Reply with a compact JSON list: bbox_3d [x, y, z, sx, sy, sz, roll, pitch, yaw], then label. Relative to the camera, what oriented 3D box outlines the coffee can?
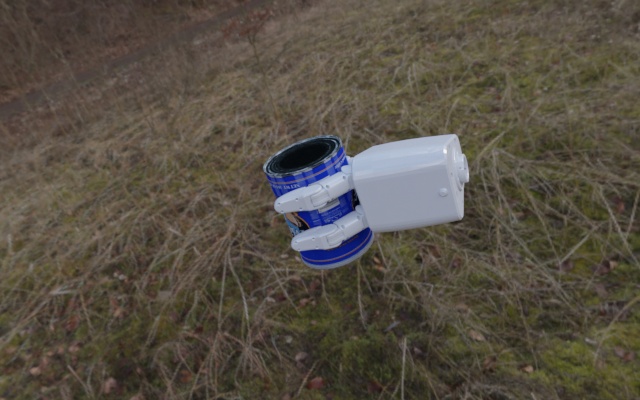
[{"bbox_3d":[0.000,0.002,0.612,0.103,0.140,0.102,-17,26,9],"label":"coffee can"}]
